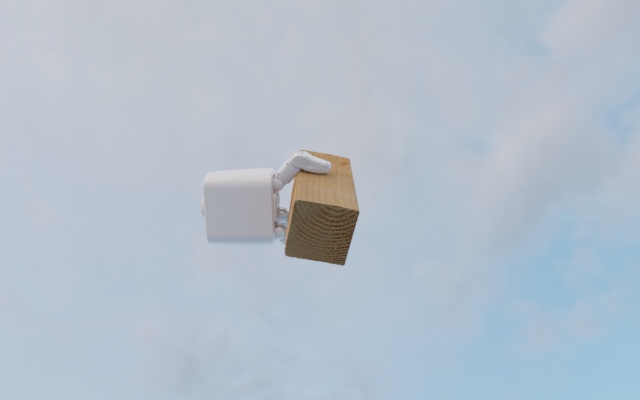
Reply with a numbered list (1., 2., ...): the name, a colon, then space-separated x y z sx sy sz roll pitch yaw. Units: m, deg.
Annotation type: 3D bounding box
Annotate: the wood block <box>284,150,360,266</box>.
1. wood block: 0.000 0.002 0.740 0.090 0.091 0.206 10 25 -5
